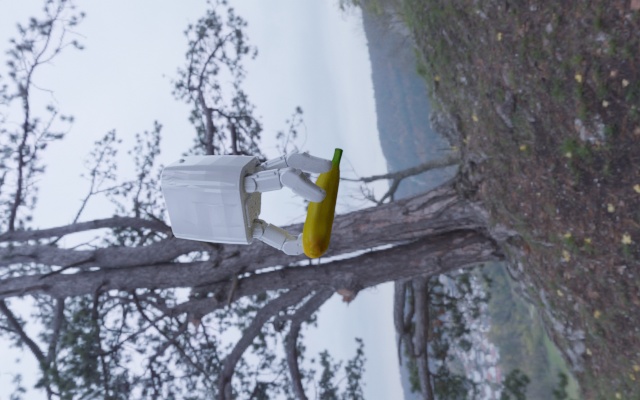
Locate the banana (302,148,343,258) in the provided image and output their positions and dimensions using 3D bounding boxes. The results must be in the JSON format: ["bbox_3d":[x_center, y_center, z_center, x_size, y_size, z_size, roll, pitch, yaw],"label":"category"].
[{"bbox_3d":[0.000,0.013,0.622,0.037,0.070,0.197,7,43,5],"label":"banana"}]
